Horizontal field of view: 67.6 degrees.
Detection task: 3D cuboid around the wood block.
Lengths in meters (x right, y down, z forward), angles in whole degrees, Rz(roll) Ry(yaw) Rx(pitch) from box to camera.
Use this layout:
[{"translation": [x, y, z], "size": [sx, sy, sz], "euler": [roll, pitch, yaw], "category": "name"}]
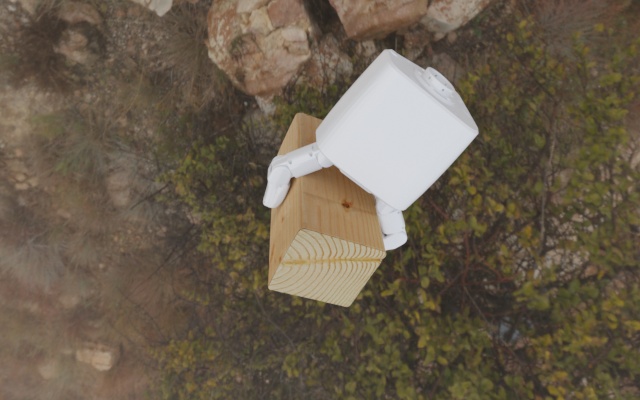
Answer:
[{"translation": [0.000, 0.001, 0.534], "size": [0.091, 0.090, 0.206], "euler": [17, 37, -17], "category": "wood block"}]
